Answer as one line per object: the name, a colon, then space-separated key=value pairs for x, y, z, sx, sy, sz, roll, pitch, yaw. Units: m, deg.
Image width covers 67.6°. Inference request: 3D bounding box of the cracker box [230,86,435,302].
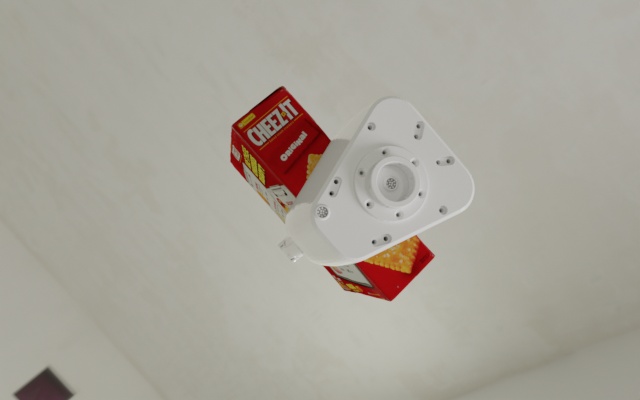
cracker box: x=0.000 y=0.002 z=0.506 sx=0.072 sy=0.214 sz=0.164 roll=-42 pitch=3 yaw=-13
